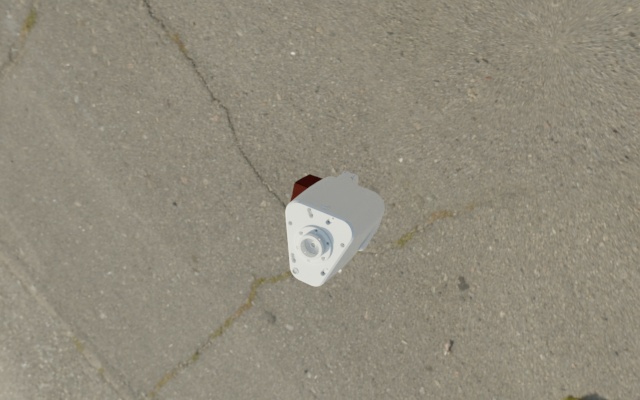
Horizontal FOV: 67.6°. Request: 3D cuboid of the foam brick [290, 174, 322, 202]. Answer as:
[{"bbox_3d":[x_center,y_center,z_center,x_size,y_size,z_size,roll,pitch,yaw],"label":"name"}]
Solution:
[{"bbox_3d":[0.000,0.002,0.704,0.078,0.053,0.051,22,26,19],"label":"foam brick"}]
